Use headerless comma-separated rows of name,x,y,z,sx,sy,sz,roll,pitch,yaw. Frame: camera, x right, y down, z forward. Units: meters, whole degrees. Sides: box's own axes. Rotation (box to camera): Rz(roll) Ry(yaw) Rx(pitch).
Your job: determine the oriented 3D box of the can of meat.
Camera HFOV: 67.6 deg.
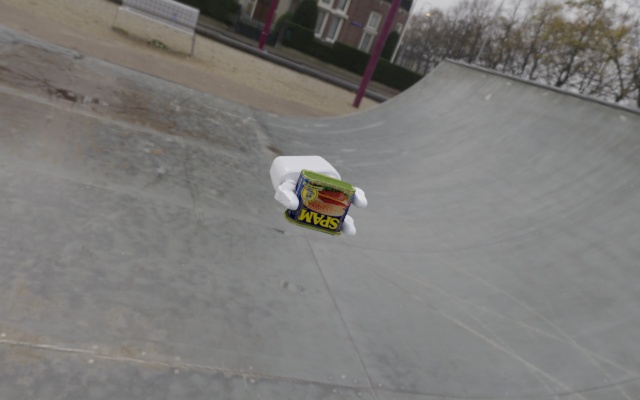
can of meat,0.000,0.002,0.803,0.102,0.084,0.057,16,17,-16
